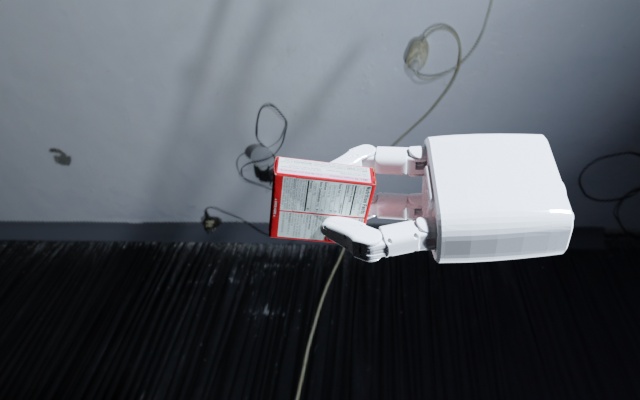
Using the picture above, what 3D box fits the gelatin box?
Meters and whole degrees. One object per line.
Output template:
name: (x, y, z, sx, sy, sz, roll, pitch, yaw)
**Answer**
gelatin box: (0.000, 0.002, 0.430, 0.089, 0.073, 0.030, 5, 39, -5)
